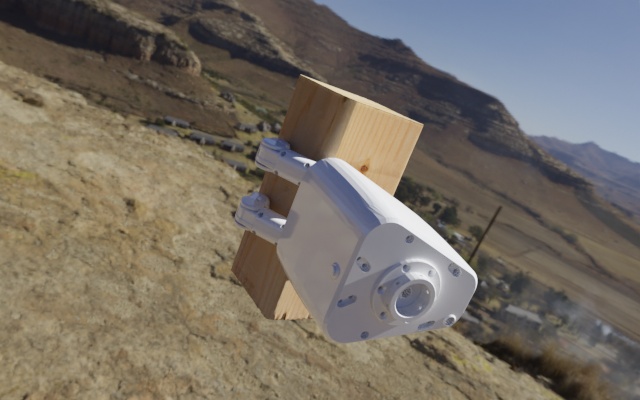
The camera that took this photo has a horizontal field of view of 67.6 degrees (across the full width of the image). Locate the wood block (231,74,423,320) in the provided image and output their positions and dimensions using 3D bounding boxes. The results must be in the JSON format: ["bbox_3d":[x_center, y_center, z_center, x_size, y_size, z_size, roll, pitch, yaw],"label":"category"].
[{"bbox_3d":[0.001,0.002,0.456,0.091,0.206,0.090,9,20,-38],"label":"wood block"}]
